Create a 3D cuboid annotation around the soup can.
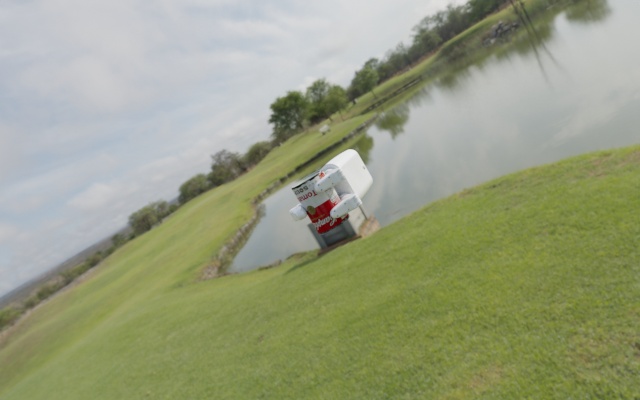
[{"bbox_3d":[0.000,0.003,0.881,0.068,0.102,0.068,-30,9,5],"label":"soup can"}]
